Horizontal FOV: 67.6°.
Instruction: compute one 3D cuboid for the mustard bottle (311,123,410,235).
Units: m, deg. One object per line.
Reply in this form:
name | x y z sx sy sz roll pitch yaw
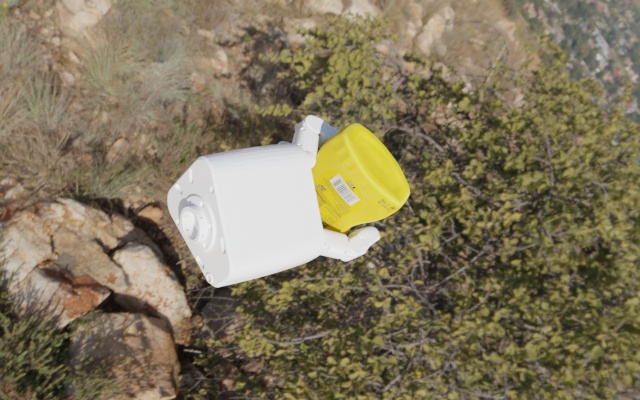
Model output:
mustard bottle | 0.000 0.002 0.527 0.192 0.096 0.058 -34 9 44
